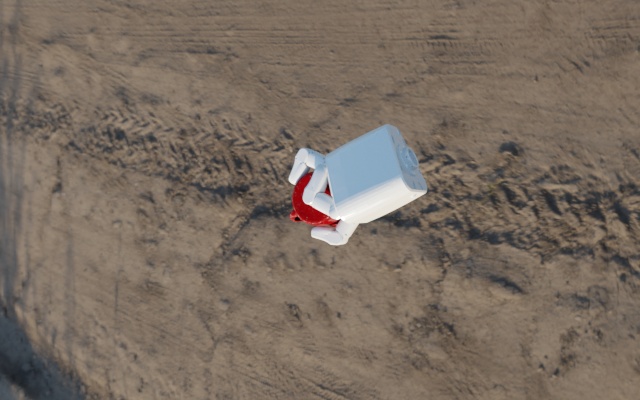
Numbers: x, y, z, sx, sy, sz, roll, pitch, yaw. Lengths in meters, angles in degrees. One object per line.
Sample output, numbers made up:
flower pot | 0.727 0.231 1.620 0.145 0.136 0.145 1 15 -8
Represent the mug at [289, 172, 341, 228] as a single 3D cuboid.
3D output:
mug | -0.001 0.003 0.752 0.117 0.093 0.081 -28 -15 27
